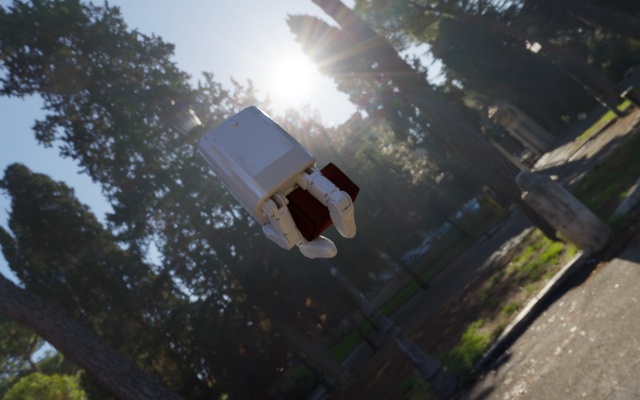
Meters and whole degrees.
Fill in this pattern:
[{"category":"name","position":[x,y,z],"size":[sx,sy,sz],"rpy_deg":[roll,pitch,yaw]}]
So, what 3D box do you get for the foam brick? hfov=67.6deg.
[{"category":"foam brick","position":[0.000,0.002,0.580],"size":[0.078,0.051,0.053],"rpy_deg":[-39,-14,-27]}]
